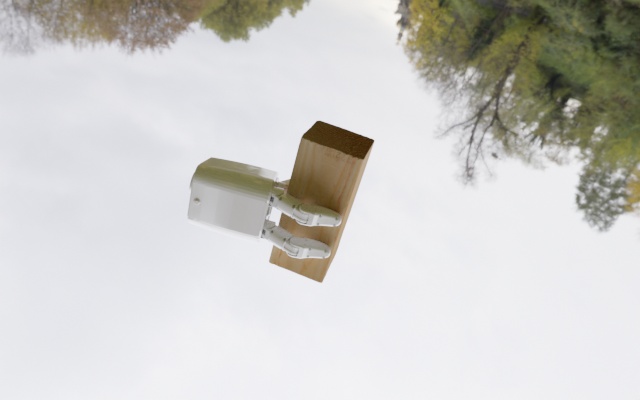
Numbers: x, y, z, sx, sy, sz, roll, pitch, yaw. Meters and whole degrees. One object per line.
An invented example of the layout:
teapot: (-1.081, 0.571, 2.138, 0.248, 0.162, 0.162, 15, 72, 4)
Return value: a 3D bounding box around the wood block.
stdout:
wood block: (0.000, 0.002, 0.696, 0.090, 0.206, 0.090, 20, 29, 6)
